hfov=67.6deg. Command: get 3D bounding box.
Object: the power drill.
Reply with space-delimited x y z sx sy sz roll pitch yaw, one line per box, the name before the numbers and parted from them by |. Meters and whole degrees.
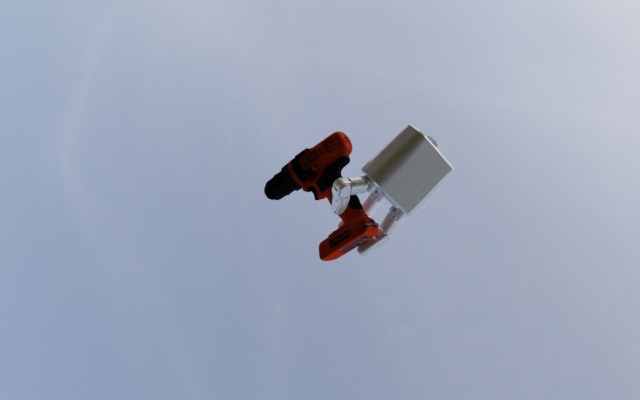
power drill | 0.001 0.003 0.800 0.184 0.187 0.057 -34 -19 26
